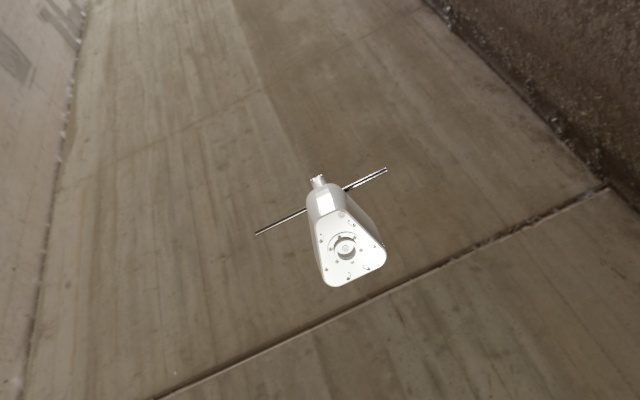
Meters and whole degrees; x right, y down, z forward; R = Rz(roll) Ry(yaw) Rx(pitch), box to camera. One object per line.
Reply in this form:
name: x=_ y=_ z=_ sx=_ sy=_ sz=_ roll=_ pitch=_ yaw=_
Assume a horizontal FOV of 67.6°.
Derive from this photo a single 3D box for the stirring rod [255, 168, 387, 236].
stirring rod: x=0.000 y=0.003 z=0.789 sx=0.239 sy=0.011 sz=0.011 roll=-26 pitch=-2 yaw=4
